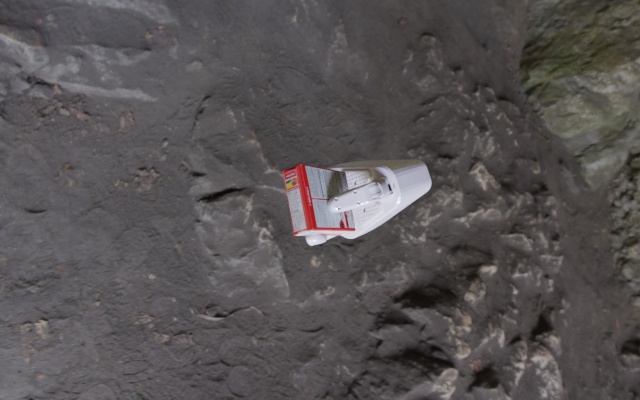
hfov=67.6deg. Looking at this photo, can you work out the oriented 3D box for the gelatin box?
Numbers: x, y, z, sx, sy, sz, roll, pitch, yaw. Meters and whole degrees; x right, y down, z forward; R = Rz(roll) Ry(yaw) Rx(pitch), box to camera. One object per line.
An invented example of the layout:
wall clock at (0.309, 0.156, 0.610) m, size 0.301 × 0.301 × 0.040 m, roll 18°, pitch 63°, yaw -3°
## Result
gelatin box at (0.000, 0.002, 0.537) m, size 0.030 × 0.073 × 0.089 m, roll -18°, pitch -14°, yaw 34°
